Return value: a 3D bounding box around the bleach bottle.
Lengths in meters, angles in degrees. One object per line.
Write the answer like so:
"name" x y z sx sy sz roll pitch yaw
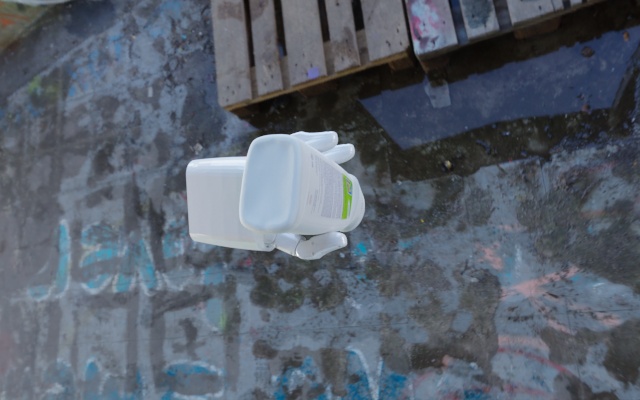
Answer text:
"bleach bottle" 0.000 0.002 0.572 0.068 0.102 0.251 2 -9 24
